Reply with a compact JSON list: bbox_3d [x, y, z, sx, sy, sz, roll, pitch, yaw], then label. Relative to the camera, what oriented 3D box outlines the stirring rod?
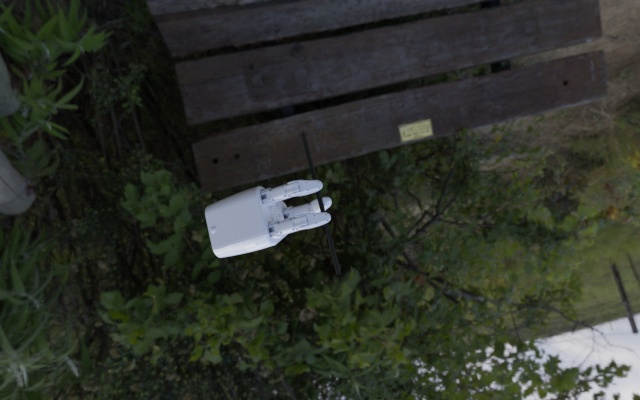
[{"bbox_3d":[0.000,0.002,0.778,0.011,0.239,0.011,-14,-9,-2],"label":"stirring rod"}]
